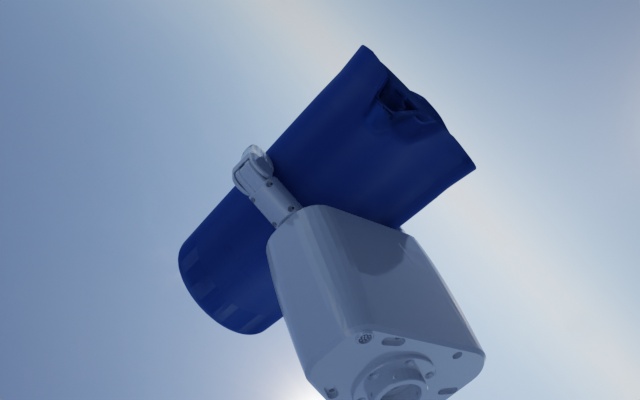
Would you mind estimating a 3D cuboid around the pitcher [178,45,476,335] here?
[{"bbox_3d":[0.000,0.001,0.416,0.149,0.243,0.145,39,15,-34],"label":"pitcher"}]
